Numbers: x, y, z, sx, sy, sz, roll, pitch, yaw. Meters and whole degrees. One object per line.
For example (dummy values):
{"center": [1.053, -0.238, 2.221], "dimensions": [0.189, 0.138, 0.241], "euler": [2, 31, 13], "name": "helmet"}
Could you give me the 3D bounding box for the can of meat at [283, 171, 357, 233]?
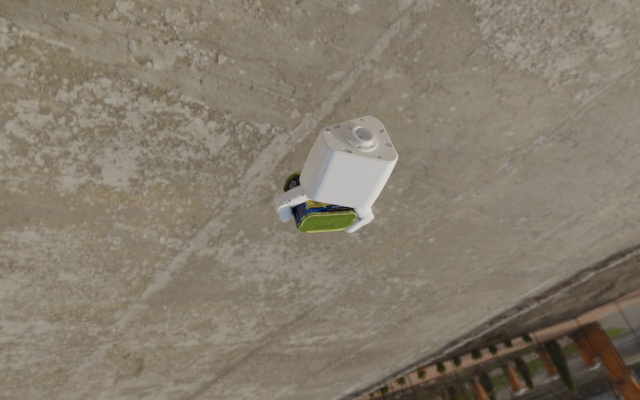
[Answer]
{"center": [0.000, 0.003, 0.768], "dimensions": [0.102, 0.084, 0.057], "euler": [-3, -35, -25], "name": "can of meat"}
